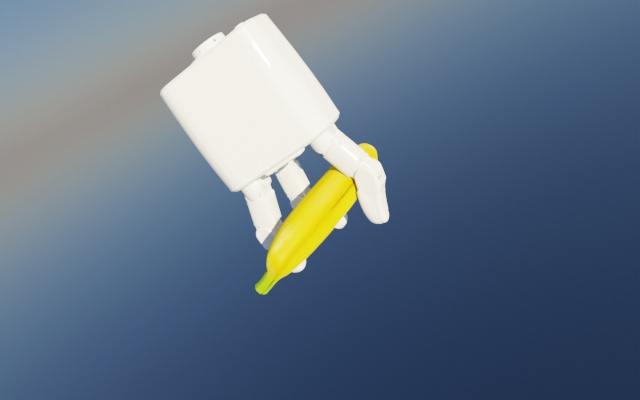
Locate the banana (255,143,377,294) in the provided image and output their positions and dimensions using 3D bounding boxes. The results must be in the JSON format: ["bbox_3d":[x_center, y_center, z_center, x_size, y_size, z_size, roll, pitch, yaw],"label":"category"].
[{"bbox_3d":[0.006,-0.002,0.437,0.197,0.037,0.070,-49,8,-30],"label":"banana"}]
